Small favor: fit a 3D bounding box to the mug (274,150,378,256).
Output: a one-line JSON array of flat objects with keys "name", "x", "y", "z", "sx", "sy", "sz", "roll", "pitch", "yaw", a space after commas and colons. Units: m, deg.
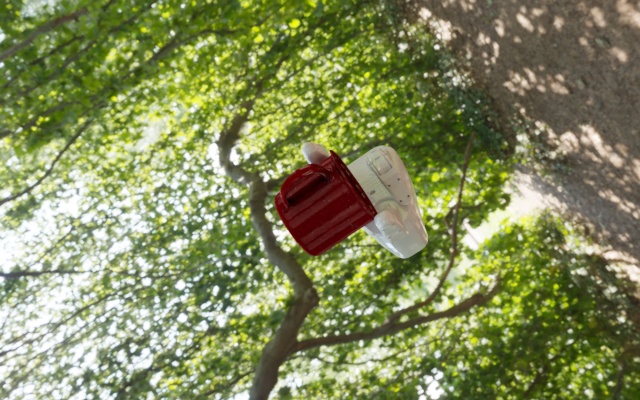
[{"name": "mug", "x": -0.001, "y": 0.001, "z": 0.501, "sx": 0.081, "sy": 0.093, "sz": 0.117, "roll": -35, "pitch": -33, "yaw": 9}]
